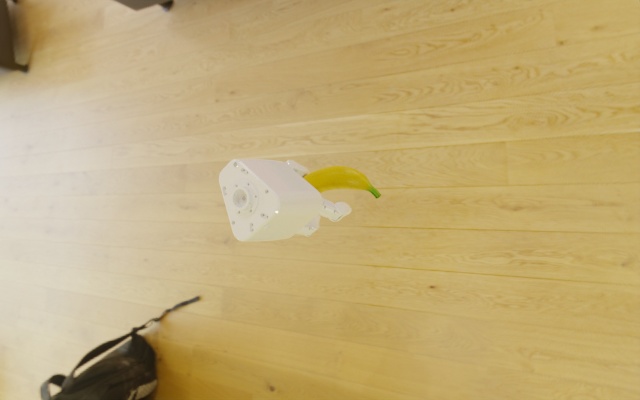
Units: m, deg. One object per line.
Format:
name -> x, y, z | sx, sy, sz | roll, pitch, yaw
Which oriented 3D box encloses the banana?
banana -> -0.001, -0.016, 0.795 | 0.198, 0.069, 0.037 | -13, 1, 29
